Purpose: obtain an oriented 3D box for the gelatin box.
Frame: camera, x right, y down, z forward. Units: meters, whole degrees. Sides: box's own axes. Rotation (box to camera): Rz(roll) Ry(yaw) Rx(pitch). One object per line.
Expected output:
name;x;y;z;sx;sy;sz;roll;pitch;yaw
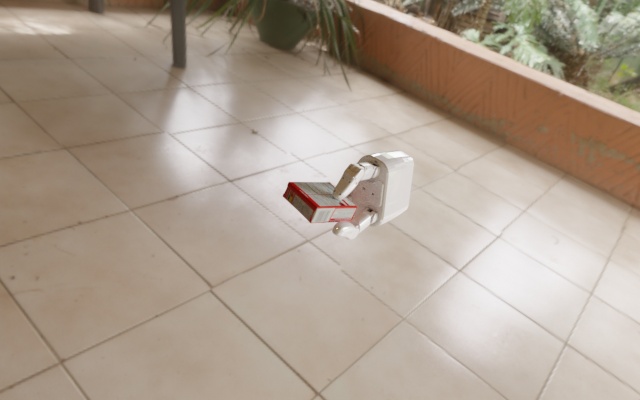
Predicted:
gelatin box;0.000;0.002;0.714;0.089;0.030;0.073;-1;33;-44
